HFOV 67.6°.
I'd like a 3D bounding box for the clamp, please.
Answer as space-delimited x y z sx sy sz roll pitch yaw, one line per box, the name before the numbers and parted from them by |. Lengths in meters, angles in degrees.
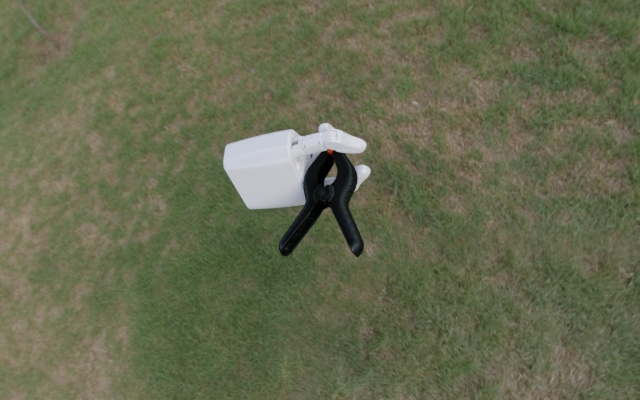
clamp | 0.000 0.002 0.651 0.120 0.171 0.039 -8 -30 18
